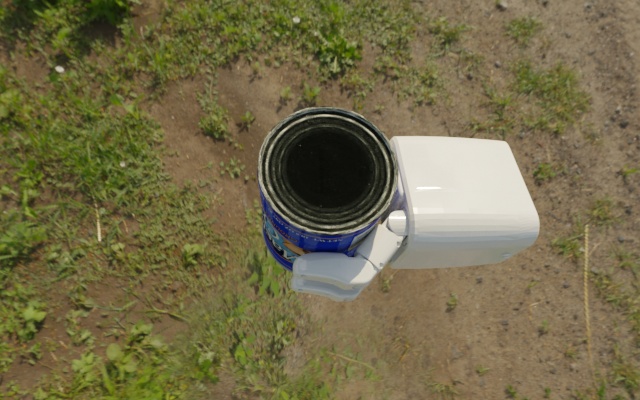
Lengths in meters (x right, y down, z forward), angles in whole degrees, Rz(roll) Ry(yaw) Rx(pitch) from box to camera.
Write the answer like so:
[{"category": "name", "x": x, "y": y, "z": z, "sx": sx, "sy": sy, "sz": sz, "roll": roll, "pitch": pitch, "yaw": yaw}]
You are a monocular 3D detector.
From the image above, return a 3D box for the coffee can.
[{"category": "coffee can", "x": 0.000, "y": 0.001, "z": 0.407, "sx": 0.103, "sy": 0.102, "sz": 0.140, "roll": 0, "pitch": -21, "yaw": -5}]
